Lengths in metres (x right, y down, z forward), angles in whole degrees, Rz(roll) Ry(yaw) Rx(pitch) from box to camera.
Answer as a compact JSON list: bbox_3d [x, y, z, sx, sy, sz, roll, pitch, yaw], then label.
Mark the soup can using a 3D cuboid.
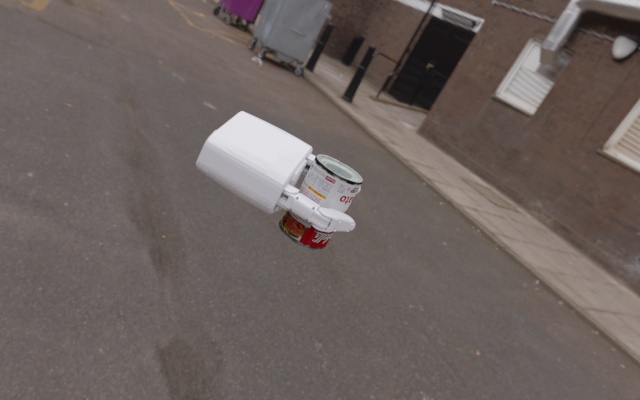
[{"bbox_3d":[0.001,0.002,0.600,0.068,0.102,0.068,26,19,-10],"label":"soup can"}]
